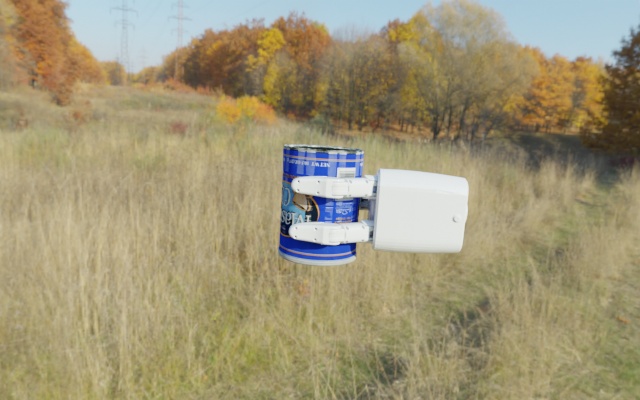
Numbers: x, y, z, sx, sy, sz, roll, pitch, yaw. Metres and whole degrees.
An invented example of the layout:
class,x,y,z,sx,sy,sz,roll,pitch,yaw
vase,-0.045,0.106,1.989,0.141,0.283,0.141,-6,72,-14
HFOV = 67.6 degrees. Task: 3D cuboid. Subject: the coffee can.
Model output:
class,x,y,z,sx,sy,sz,roll,pitch,yaw
coffee can,0.000,0.002,0.612,0.103,0.140,0.103,4,10,-1
